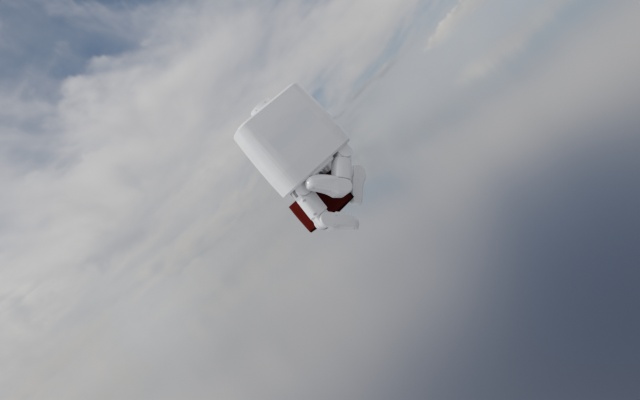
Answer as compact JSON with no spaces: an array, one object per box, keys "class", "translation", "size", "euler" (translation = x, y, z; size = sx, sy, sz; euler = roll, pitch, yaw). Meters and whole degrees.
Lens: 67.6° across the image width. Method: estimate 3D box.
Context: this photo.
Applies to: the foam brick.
[{"class":"foam brick","translation":[0.000,0.002,0.681],"size":[0.053,0.051,0.078],"euler":[-44,3,-31]}]
